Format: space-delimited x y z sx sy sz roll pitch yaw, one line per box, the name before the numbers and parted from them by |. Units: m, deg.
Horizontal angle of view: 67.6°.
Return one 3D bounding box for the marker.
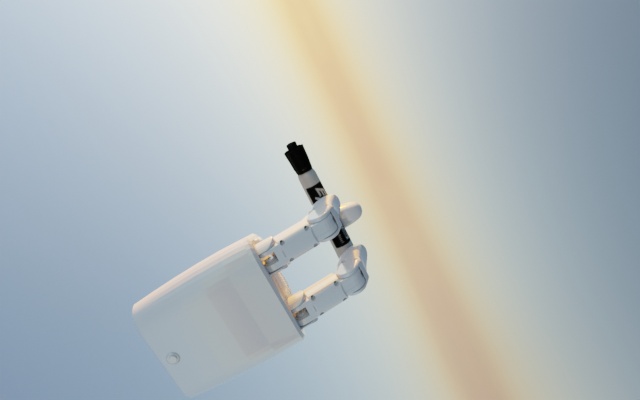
marker | 0.000 0.001 0.436 0.020 0.121 0.020 -25 17 8
